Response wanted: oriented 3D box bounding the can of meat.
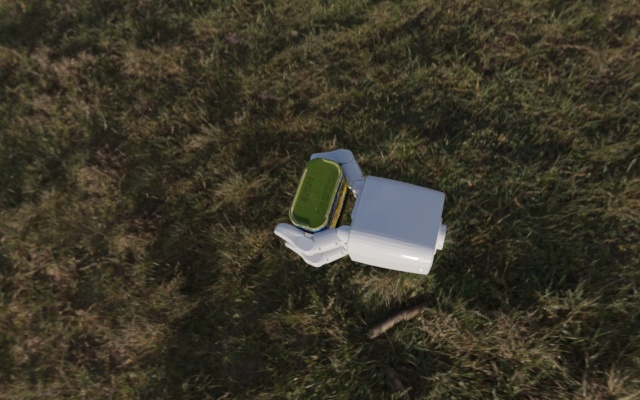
[{"bbox_3d":[0.000,0.002,0.646,0.057,0.102,0.084,15,-15,13],"label":"can of meat"}]
